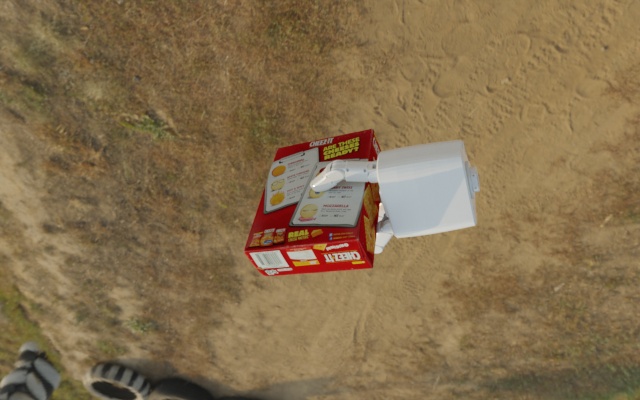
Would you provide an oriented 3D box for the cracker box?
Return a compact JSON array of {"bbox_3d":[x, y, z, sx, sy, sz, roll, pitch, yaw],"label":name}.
[{"bbox_3d":[0.000,0.002,0.689,0.164,0.213,0.072,-9,-46,21],"label":"cracker box"}]
